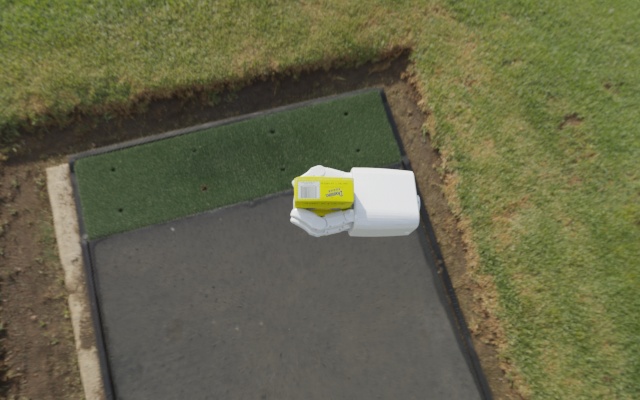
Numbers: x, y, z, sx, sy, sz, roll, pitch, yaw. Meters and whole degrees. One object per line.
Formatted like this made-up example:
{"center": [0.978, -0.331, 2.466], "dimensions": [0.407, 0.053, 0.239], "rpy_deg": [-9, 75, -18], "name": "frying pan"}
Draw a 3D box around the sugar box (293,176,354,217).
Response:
{"center": [0.000, 0.003, 0.812], "dimensions": [0.093, 0.048, 0.176], "rpy_deg": [1, -15, -3], "name": "sugar box"}
